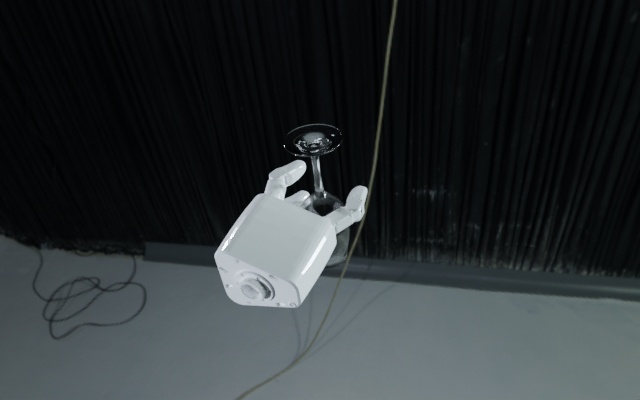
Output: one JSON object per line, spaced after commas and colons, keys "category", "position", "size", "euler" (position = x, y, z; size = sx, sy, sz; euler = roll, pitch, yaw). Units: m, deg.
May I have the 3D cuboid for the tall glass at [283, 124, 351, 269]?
{"category": "tall glass", "position": [0.000, 0.002, 0.650], "size": [0.079, 0.201, 0.079], "euler": [-5, 38, 4]}
